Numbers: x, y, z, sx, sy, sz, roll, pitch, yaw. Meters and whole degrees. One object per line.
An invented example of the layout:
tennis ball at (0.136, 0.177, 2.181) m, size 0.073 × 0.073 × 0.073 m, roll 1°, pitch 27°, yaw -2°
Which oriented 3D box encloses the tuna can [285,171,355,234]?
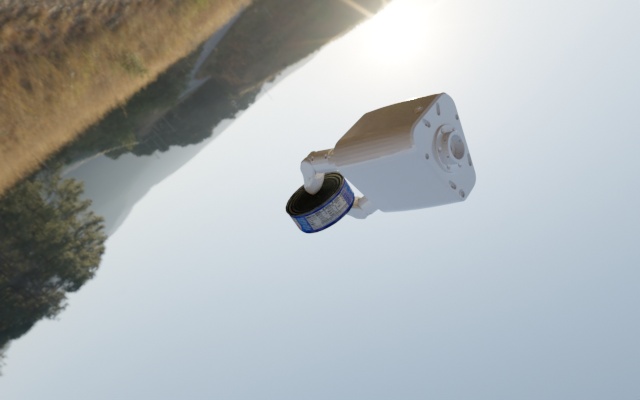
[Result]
tuna can at (0.000, 0.002, 0.605) m, size 0.086 × 0.034 × 0.086 m, roll -28°, pitch 25°, yaw 14°
